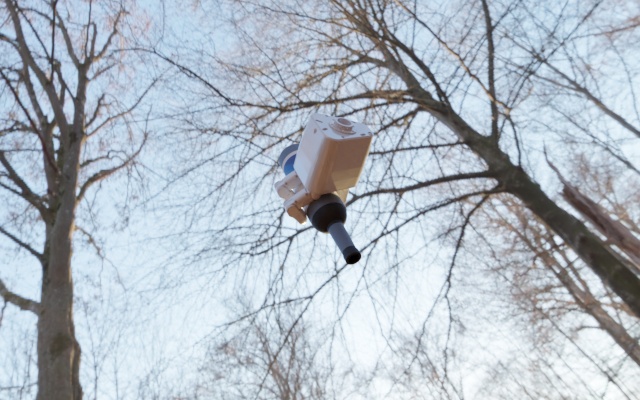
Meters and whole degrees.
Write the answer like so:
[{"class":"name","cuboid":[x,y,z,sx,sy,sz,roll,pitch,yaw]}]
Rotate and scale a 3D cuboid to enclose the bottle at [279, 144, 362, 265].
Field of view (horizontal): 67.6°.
[{"class":"bottle","cuboid":[0.000,0.003,0.851,0.069,0.069,0.295,0,37,-26]}]
